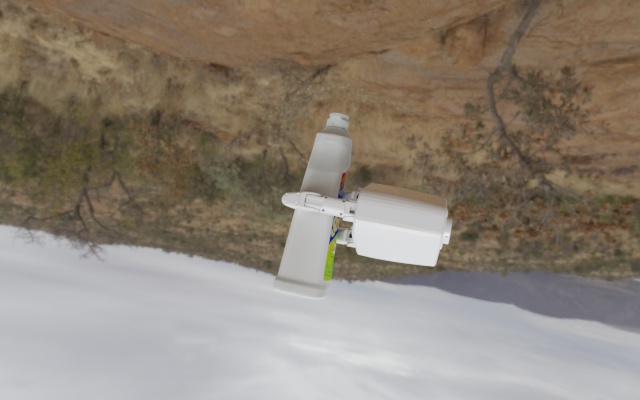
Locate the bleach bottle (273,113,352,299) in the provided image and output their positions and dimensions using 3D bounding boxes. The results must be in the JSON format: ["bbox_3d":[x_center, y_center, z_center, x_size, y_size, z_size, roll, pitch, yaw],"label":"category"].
[{"bbox_3d":[0.000,0.002,0.646,0.068,0.251,0.102,10,-7,11],"label":"bleach bottle"}]
